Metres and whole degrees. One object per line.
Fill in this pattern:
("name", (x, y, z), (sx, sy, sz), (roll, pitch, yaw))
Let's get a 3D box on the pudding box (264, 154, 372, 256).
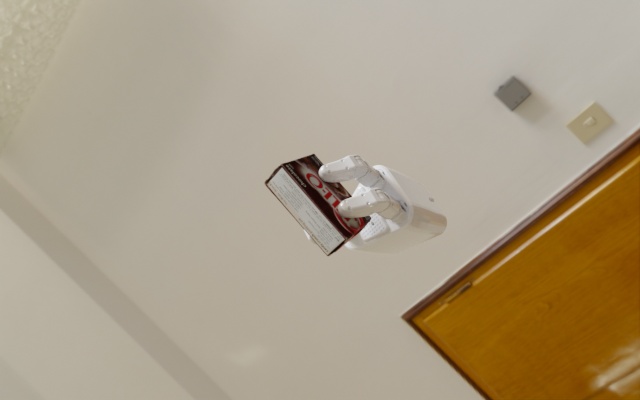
("pudding box", (0.000, 0.002, 0.558), (0.039, 0.113, 0.090), (-46, -7, 24))
